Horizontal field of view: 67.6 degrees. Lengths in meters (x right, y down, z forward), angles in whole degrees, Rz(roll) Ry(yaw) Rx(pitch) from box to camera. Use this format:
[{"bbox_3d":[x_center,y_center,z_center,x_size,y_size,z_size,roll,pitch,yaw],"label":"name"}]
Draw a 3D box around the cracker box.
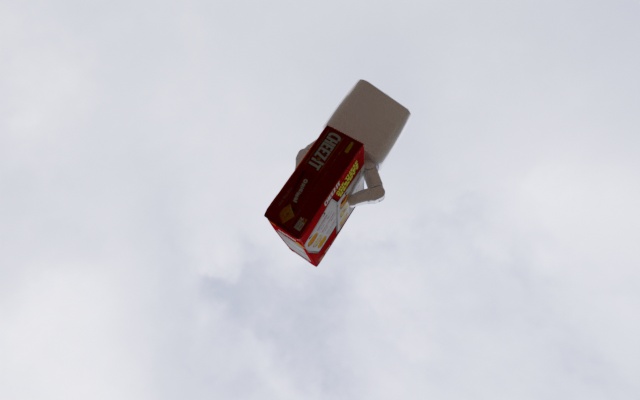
[{"bbox_3d":[0.000,0.003,0.753,0.072,0.164,0.214,31,-12,15],"label":"cracker box"}]
